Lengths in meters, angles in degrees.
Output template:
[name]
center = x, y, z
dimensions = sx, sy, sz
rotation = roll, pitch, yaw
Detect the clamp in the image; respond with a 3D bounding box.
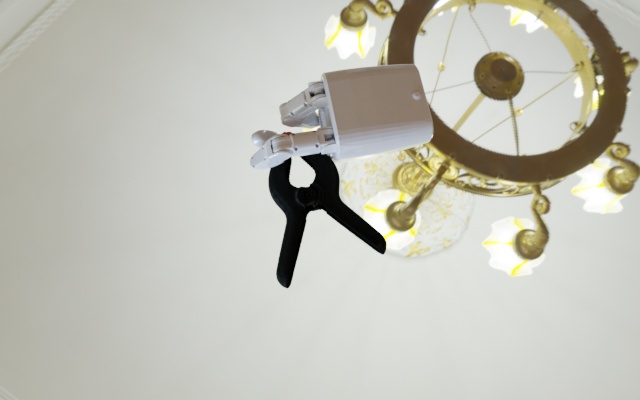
[clamp]
center = 0.000, 0.002, 0.522
dimensions = 0.120, 0.171, 0.039
rotation = -9, -15, -5
